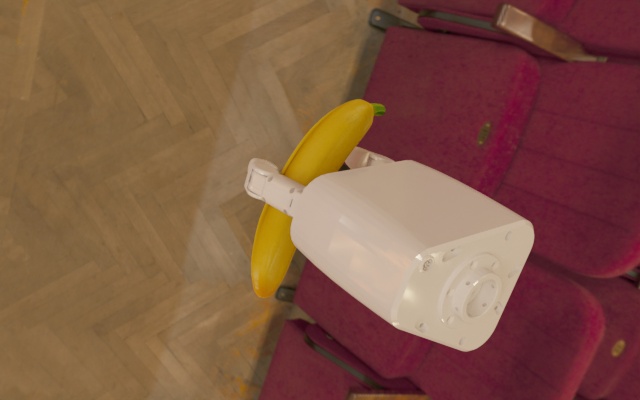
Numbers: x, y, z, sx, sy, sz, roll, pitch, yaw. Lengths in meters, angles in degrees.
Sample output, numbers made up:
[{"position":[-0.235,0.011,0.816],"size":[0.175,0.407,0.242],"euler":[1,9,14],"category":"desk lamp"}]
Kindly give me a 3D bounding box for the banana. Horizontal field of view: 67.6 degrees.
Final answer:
[{"position":[-0.008,-0.009,0.387],"size":[0.037,0.198,0.070],"euler":[31,-4,39],"category":"banana"}]
